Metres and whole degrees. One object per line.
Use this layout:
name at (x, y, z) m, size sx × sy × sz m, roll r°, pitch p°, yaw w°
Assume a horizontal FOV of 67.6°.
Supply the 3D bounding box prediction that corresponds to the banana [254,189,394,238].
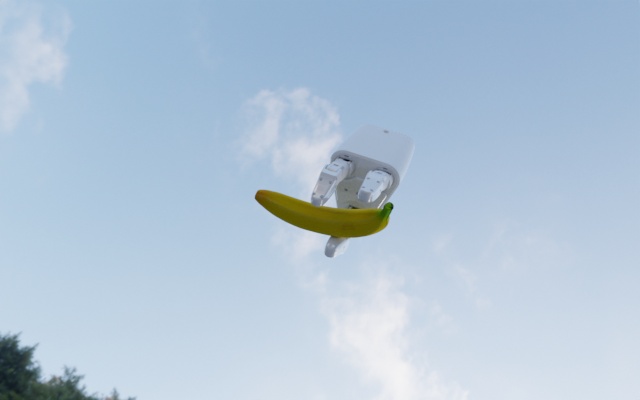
banana at (0.008, 0.017, 0.615) m, size 0.198 × 0.070 × 0.037 m, roll 4°, pitch 42°, yaw 28°
